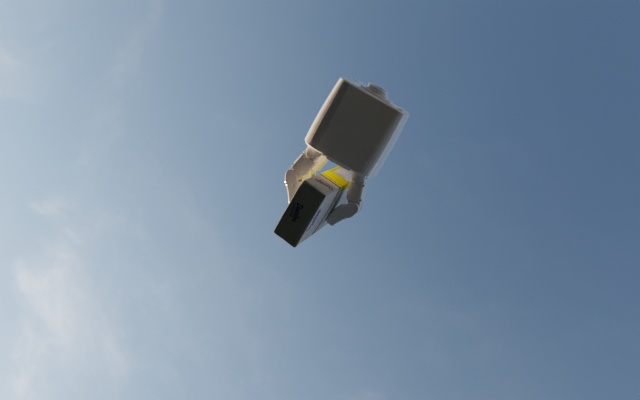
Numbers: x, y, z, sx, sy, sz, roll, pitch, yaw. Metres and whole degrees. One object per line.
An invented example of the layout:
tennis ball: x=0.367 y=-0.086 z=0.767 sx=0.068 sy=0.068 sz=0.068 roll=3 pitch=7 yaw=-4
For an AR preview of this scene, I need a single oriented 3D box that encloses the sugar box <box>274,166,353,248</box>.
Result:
sugar box: x=0.000 y=0.002 z=0.726 sx=0.048 sy=0.093 sz=0.176 roll=36 pitch=20 yaw=13
